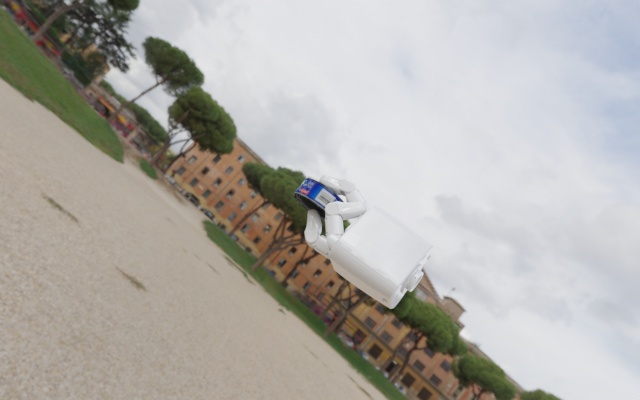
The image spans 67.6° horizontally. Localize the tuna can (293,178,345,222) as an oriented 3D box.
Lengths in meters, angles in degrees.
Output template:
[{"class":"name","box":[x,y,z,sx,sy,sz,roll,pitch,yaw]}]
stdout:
[{"class":"tuna can","box":[0.000,0.002,0.765,0.086,0.033,0.086,35,-13,9]}]
